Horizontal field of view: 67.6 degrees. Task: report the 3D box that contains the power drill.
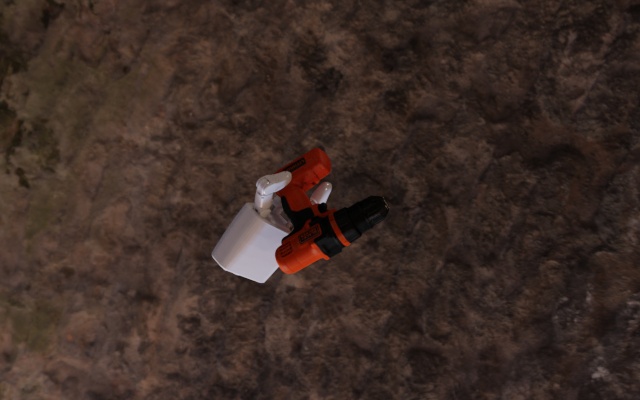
[{"bbox_3d":[0.000,0.002,0.739,0.184,0.187,0.057,-30,-47,10],"label":"power drill"}]
